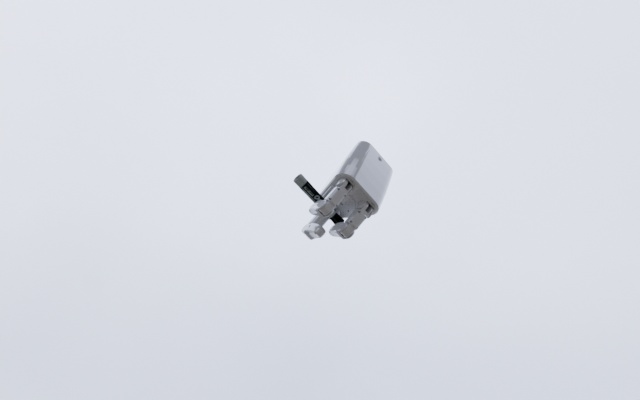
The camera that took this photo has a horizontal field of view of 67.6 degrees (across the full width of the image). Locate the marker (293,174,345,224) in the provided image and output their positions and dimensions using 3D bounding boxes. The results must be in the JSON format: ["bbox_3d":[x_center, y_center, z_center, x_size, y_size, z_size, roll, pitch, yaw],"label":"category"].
[{"bbox_3d":[0.000,0.003,0.824,0.121,0.020,0.020,47,-19,-18],"label":"marker"}]
